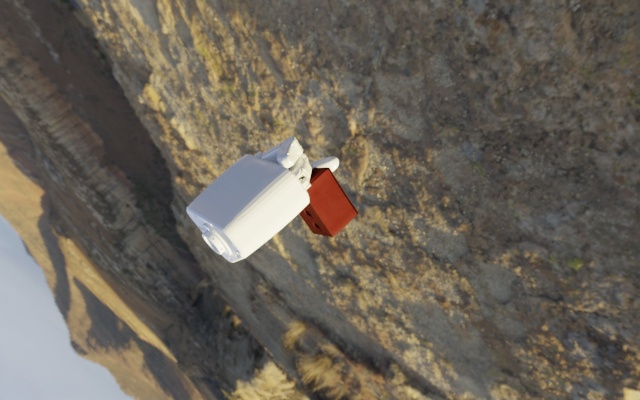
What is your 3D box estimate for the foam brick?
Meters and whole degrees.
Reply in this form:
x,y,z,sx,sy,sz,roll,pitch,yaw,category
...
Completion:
x,y,z,sx,sy,sz,roll,pitch,yaw,category
0.000,0.002,0.625,0.051,0.078,0.053,-44,23,-23,foam brick
